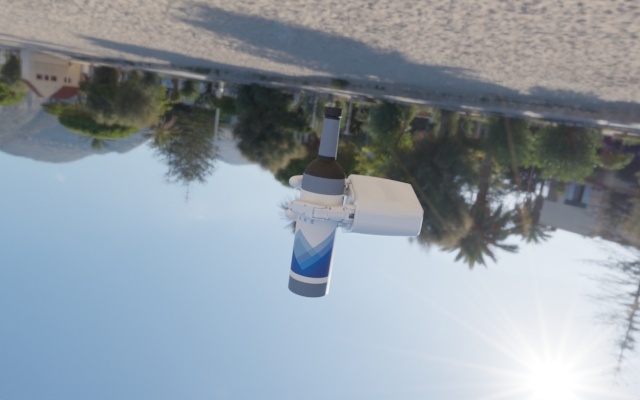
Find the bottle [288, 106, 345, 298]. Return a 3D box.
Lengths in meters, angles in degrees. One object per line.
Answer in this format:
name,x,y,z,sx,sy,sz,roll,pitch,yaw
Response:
bottle,0.000,0.003,0.749,0.069,0.296,0.069,8,12,-2
